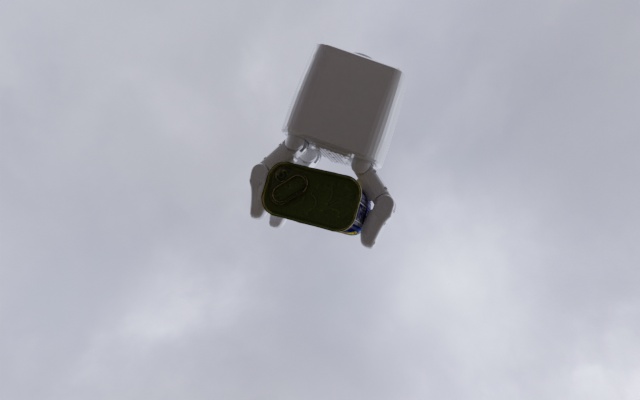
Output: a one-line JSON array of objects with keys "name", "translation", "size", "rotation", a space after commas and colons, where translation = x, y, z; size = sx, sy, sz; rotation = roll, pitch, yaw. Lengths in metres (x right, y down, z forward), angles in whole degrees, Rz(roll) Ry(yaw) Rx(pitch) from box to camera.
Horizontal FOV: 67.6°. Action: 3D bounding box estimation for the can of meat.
[{"name": "can of meat", "translation": [0.000, 0.002, 0.514], "size": [0.102, 0.057, 0.084], "rotation": [14, -5, 17]}]
